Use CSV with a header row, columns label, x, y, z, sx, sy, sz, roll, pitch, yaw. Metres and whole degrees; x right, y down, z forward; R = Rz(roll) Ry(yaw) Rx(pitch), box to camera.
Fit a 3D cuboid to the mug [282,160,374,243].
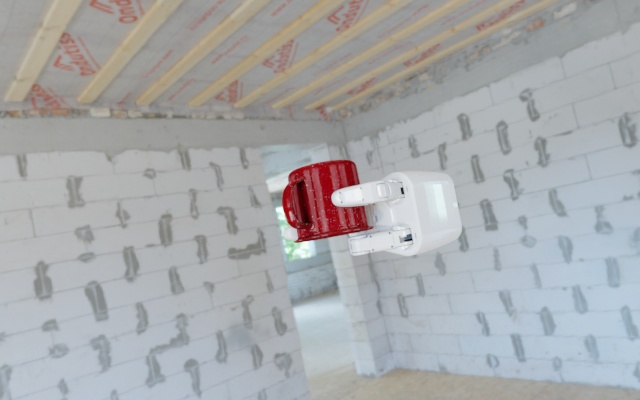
label,x,y,z,sx,sy,sz,roll,pitch,yaw
mug,-0.001,0.002,0.543,0.093,0.081,0.117,-16,-8,42
